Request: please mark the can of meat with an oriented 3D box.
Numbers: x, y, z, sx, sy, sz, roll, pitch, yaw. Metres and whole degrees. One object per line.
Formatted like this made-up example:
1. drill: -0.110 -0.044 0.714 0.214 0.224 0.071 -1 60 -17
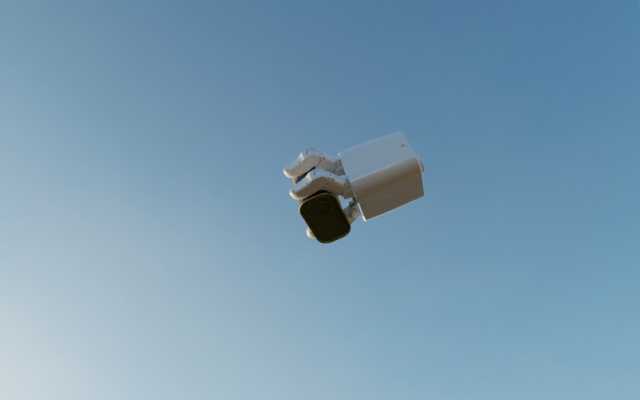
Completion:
1. can of meat: 0.000 0.002 0.746 0.057 0.084 0.102 -24 -48 7
